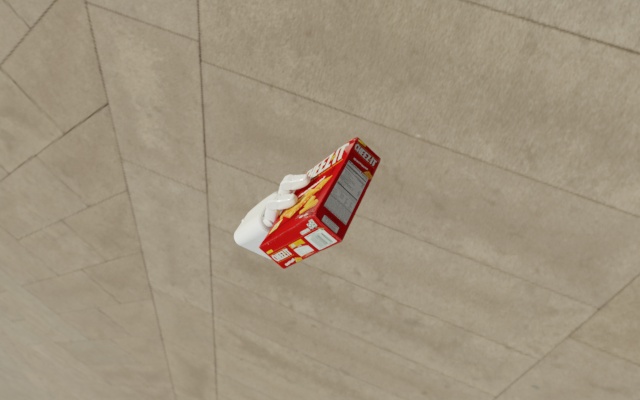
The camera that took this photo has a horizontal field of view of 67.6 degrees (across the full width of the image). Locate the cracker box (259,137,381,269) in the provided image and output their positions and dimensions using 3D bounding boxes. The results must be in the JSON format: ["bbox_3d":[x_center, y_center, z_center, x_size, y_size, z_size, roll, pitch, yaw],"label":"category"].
[{"bbox_3d":[0.000,0.003,0.844,0.072,0.213,0.164,43,-43,-15],"label":"cracker box"}]
